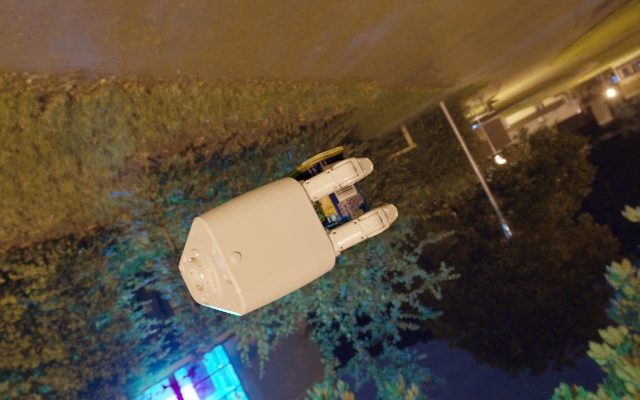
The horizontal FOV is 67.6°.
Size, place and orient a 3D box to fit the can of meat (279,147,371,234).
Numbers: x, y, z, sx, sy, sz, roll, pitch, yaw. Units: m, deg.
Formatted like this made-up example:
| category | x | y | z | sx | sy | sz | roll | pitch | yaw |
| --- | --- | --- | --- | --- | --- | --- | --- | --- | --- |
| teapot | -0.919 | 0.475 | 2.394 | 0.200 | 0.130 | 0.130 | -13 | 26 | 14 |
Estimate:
| category | x | y | z | sx | sy | sz | roll | pitch | yaw |
| --- | --- | --- | --- | --- | --- | --- | --- | --- | --- |
| can of meat | 0.000 | 0.002 | 0.523 | 0.057 | 0.084 | 0.102 | -24 | -4 | -42 |
